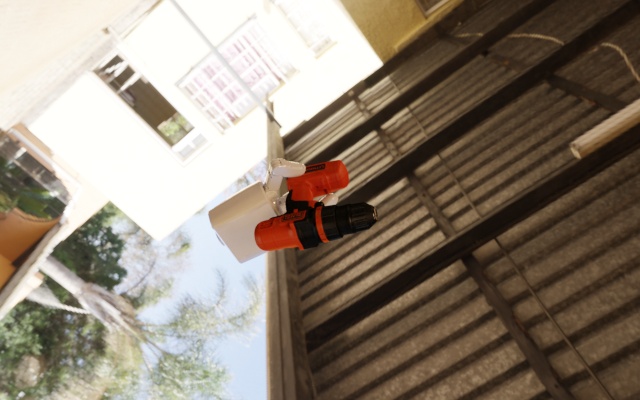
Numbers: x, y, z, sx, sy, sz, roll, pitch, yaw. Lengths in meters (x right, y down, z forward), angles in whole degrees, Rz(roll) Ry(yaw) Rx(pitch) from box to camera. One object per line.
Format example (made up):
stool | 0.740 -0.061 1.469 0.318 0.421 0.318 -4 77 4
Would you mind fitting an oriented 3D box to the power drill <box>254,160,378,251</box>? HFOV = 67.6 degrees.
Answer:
power drill | 0.000 0.002 0.746 0.184 0.057 0.187 -11 26 14
